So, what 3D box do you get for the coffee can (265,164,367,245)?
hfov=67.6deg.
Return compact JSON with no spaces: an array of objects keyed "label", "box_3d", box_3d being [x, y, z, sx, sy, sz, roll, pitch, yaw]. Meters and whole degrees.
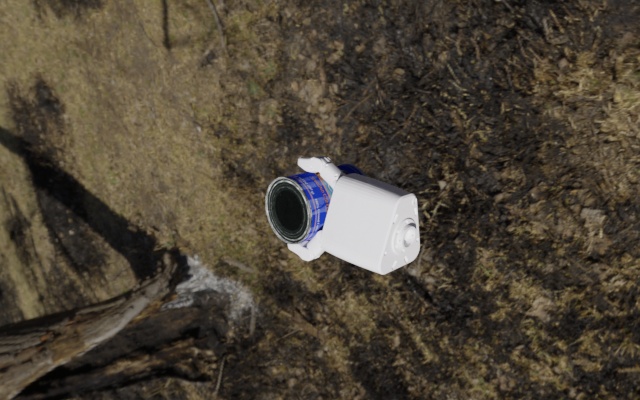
[{"label":"coffee can","box_3d":[0.000,0.002,0.747,0.140,0.103,0.103,-15,10,-42]}]
